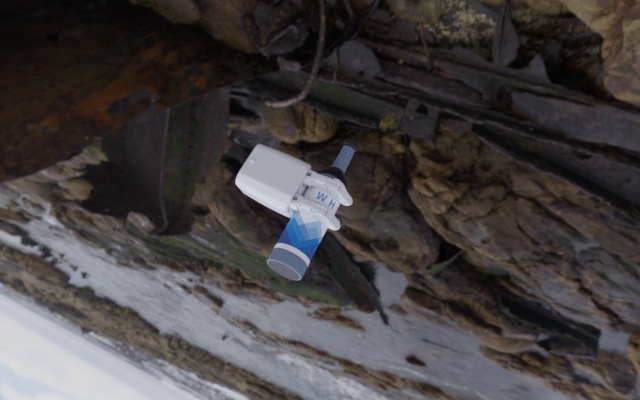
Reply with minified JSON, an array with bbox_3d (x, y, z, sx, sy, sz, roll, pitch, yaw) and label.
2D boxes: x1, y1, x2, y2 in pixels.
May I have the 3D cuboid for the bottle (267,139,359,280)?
[{"bbox_3d":[0.000,0.003,0.879,0.069,0.295,0.069,22,-27,12],"label":"bottle"}]
